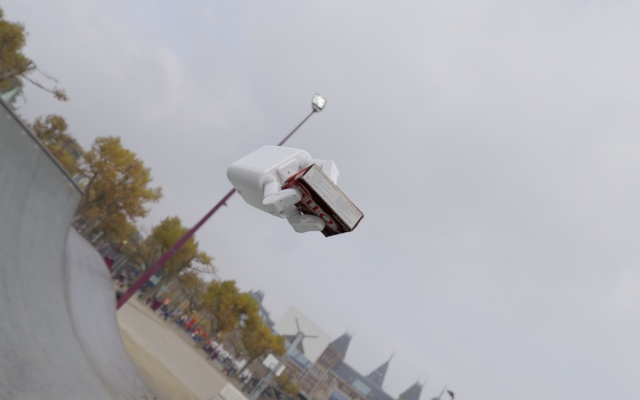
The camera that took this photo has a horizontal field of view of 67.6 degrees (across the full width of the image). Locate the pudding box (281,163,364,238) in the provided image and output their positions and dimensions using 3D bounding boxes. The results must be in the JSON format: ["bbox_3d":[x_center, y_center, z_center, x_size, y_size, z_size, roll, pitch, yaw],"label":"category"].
[{"bbox_3d":[0.000,0.002,0.725,0.113,0.039,0.090,44,-23,-11],"label":"pudding box"}]
